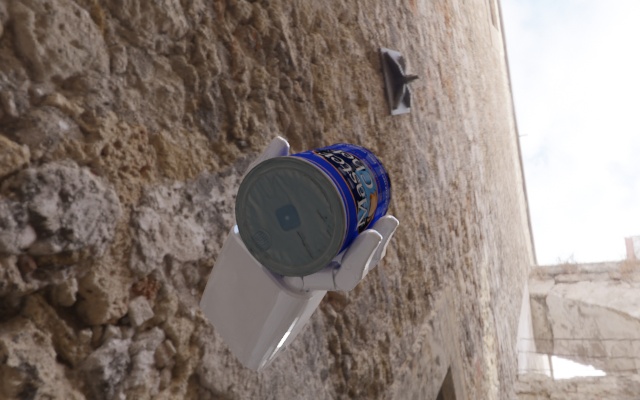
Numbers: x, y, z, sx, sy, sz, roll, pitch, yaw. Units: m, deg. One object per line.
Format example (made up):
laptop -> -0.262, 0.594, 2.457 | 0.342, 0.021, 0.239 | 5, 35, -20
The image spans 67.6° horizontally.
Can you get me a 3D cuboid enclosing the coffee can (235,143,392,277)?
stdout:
coffee can -> 0.000, 0.001, 0.457 | 0.103, 0.103, 0.140 | 0, 11, 25
